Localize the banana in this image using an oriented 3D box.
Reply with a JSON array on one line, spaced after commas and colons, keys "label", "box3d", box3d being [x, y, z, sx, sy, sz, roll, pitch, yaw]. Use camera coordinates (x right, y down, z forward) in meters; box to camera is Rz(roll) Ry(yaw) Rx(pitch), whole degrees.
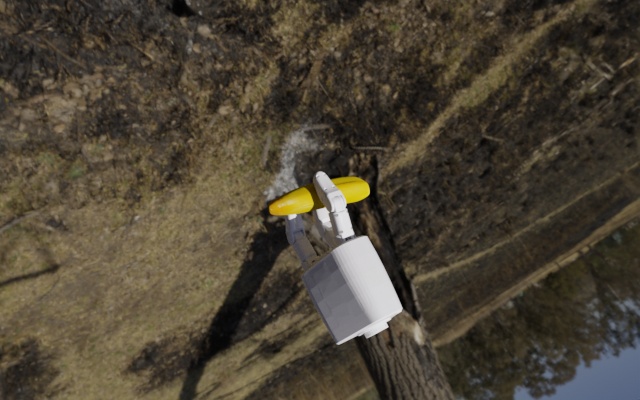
[{"label": "banana", "box3d": [0.014, -0.007, 0.681, 0.070, 0.037, 0.198, -35, -16, 37]}]
